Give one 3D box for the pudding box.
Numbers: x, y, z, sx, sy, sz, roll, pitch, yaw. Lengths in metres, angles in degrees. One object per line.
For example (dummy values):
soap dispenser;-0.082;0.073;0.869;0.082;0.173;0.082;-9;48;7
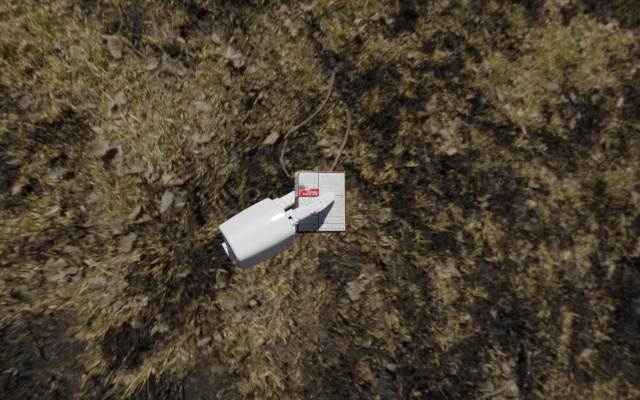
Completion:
pudding box;0.000;0.003;0.867;0.090;0.113;0.039;0;-2;-11
